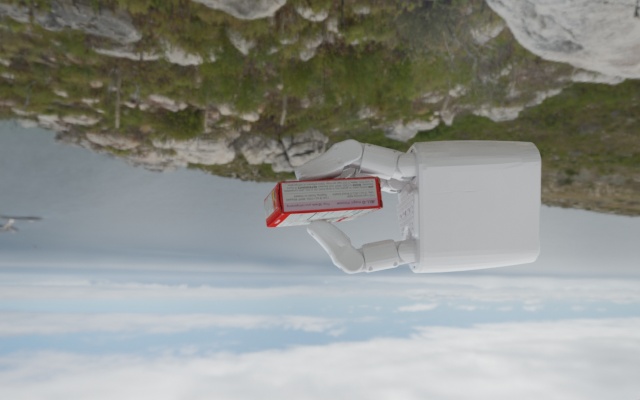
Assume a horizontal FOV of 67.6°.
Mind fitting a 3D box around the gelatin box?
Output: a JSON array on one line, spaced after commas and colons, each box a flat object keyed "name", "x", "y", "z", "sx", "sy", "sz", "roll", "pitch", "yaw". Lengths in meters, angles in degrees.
[{"name": "gelatin box", "x": 0.000, "y": 0.002, "z": 0.418, "sx": 0.089, "sy": 0.030, "sz": 0.073, "roll": -4, "pitch": -9, "yaw": -16}]
